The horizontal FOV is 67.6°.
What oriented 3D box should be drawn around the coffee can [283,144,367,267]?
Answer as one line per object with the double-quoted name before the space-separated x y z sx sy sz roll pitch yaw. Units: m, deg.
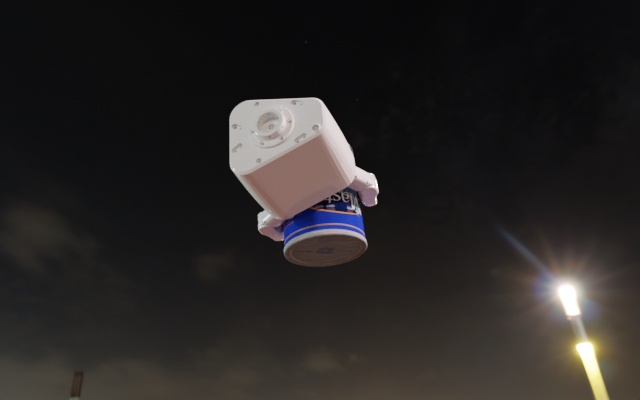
"coffee can" 0.000 0.002 0.618 0.103 0.140 0.103 -5 -28 -3
